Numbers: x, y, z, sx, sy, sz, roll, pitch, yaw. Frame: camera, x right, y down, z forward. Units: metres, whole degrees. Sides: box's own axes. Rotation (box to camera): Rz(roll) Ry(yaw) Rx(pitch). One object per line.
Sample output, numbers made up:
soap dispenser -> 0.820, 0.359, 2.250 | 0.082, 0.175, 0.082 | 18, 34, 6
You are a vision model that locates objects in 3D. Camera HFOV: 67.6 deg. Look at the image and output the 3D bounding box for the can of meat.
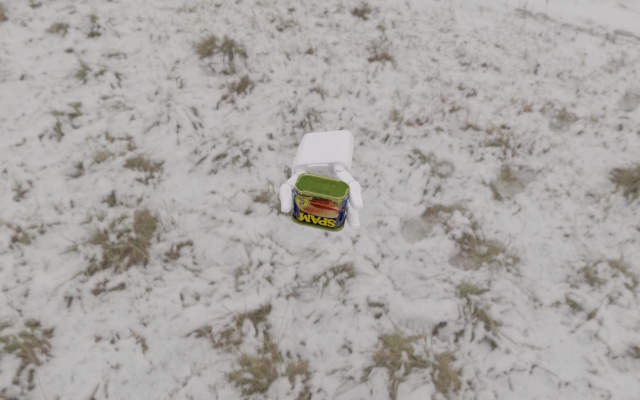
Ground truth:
can of meat -> 0.000, 0.003, 0.872 | 0.102, 0.084, 0.057 | 12, 45, 5
